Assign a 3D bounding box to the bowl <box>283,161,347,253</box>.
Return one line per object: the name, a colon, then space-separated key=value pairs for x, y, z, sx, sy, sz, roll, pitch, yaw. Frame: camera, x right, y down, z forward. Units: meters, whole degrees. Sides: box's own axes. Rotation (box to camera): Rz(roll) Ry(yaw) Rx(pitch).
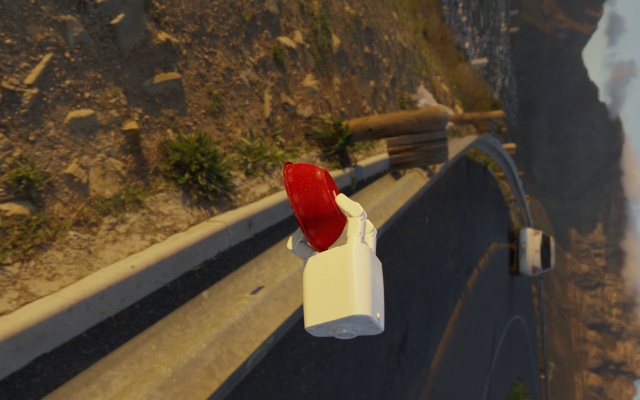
bowl: x=0.000 y=0.001 z=0.760 sx=0.055 sy=0.162 sz=0.162 roll=-23 pitch=-5 yaw=12
